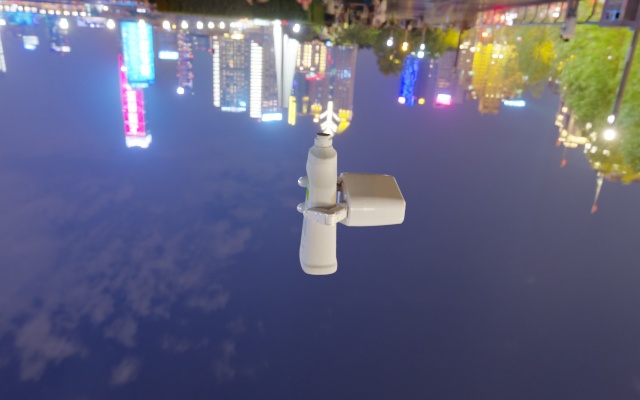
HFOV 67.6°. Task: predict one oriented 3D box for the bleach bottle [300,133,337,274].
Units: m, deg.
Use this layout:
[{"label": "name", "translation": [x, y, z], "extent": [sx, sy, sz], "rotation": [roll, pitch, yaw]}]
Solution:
[{"label": "bleach bottle", "translation": [0.000, 0.003, 0.883], "extent": [0.068, 0.251, 0.102], "rotation": [0, 20, -9]}]
